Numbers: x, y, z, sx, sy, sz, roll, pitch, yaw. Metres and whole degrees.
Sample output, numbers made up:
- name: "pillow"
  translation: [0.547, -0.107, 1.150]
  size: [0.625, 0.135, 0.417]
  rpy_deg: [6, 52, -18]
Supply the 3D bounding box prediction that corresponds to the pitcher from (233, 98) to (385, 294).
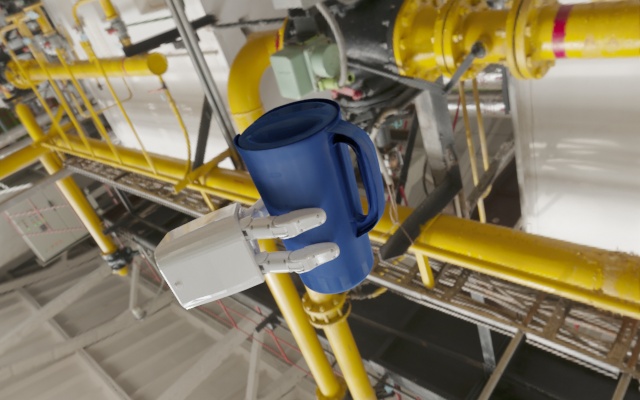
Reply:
- name: "pitcher"
  translation: [0.000, 0.002, 0.614]
  size: [0.145, 0.243, 0.149]
  rpy_deg: [-22, 30, -4]
